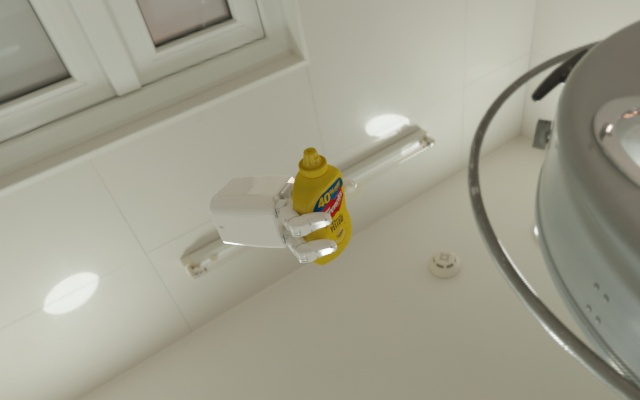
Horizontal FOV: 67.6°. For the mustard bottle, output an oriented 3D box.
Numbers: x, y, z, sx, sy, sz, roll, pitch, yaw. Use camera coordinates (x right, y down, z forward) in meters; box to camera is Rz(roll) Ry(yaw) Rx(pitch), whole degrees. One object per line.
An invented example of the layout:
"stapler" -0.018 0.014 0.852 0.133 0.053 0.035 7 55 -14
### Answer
"mustard bottle" 0.000 0.003 0.720 0.058 0.192 0.096 20 50 33
